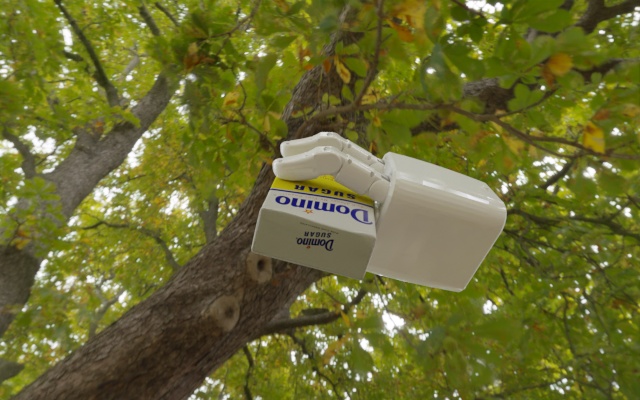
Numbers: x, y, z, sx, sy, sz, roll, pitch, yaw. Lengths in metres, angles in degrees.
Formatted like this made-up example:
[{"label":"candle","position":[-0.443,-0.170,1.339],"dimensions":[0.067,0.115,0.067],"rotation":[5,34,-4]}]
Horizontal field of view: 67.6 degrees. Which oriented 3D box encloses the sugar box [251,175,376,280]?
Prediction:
[{"label":"sugar box","position":[0.000,0.001,0.442],"dimensions":[0.093,0.048,0.176],"rotation":[15,20,-3]}]
